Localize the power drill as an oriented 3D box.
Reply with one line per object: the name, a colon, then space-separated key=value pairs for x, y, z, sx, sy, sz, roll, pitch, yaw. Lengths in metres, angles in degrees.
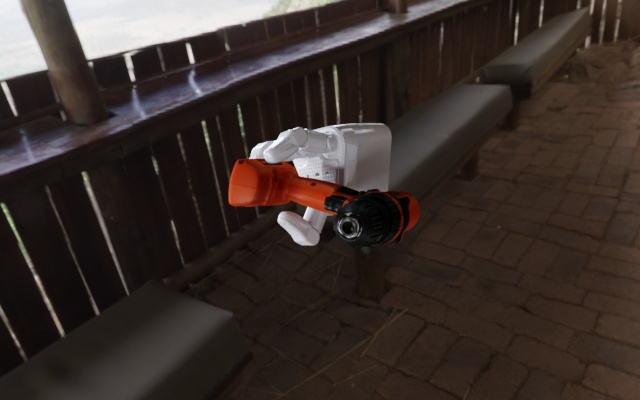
power drill: x=0.000 y=0.001 z=0.504 sx=0.187 sy=0.057 sz=0.184 roll=17 pitch=8 yaw=23
